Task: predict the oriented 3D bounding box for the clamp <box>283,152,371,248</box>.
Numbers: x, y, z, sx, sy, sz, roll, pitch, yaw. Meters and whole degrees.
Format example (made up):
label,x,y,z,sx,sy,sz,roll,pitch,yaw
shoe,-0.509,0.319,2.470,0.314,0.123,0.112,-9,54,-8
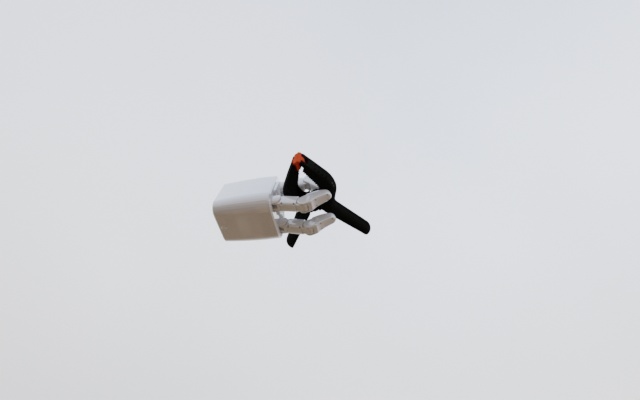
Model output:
label,x,y,z,sx,sy,sz,roll,pitch,yaw
clamp,0.000,0.002,0.857,0.164,0.210,0.036,-7,41,7
